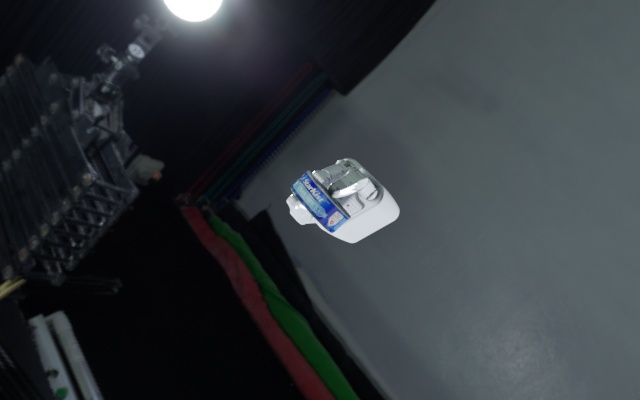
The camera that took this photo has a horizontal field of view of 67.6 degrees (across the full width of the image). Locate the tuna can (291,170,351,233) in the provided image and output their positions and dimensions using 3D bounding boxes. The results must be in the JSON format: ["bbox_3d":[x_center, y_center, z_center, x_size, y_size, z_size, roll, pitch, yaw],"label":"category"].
[{"bbox_3d":[0.000,0.002,0.634,0.034,0.086,0.086,-42,-4,4],"label":"tuna can"}]
